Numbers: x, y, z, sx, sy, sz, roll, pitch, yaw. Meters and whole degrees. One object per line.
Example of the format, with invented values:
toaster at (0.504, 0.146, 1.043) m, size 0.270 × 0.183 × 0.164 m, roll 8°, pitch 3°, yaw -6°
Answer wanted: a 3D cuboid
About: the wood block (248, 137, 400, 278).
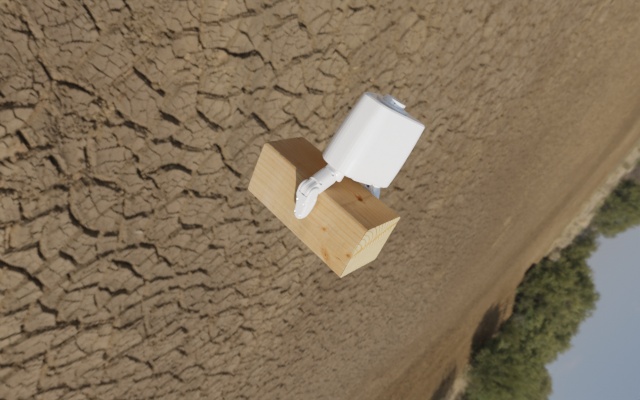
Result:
wood block at (0.000, 0.002, 0.707) m, size 0.206 × 0.090 × 0.091 m, roll 41°, pitch 34°, yaw 24°
